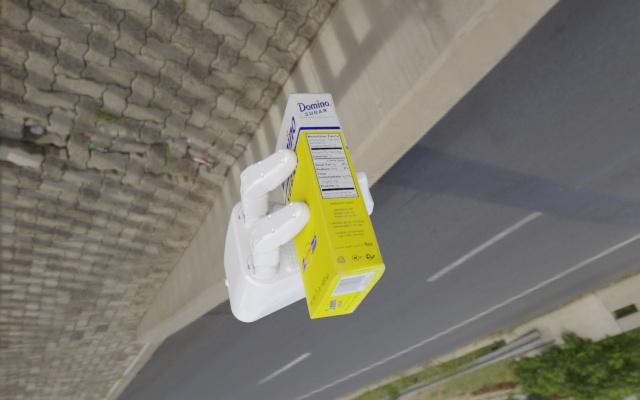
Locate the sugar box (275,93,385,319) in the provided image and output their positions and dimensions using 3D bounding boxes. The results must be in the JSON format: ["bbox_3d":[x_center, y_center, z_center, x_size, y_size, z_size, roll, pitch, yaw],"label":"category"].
[{"bbox_3d":[0.000,0.002,0.416,0.048,0.176,0.093,-6,-31,-20],"label":"sugar box"}]
